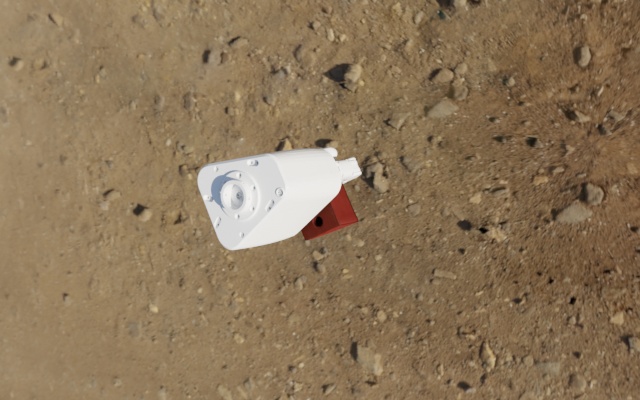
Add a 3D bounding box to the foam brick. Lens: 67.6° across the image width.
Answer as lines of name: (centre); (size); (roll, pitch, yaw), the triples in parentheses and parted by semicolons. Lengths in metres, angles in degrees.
foam brick: (0.000, 0.002, 0.573); (0.053, 0.078, 0.051); (-26, -7, 29)
